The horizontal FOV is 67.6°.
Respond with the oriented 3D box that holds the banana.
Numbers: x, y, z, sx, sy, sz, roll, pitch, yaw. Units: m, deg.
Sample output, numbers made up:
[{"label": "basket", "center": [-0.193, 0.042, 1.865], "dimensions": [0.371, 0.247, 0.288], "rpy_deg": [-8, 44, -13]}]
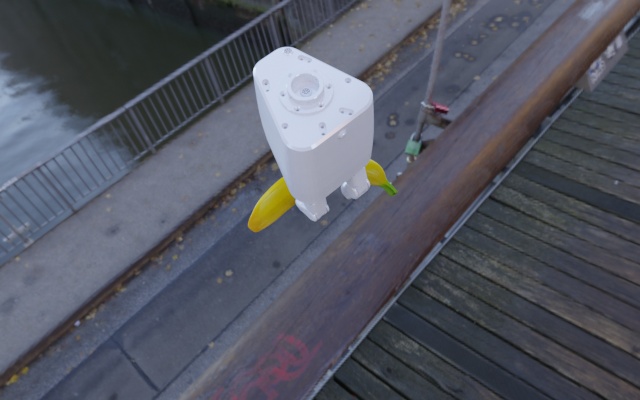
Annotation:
[{"label": "banana", "center": [-0.001, -0.017, 0.603], "dimensions": [0.198, 0.069, 0.037], "rpy_deg": [-14, -3, -7]}]
